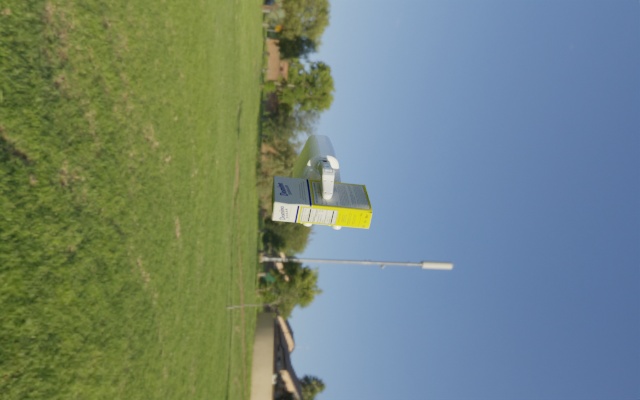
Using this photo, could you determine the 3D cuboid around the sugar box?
[{"bbox_3d":[0.000,0.003,0.867,0.176,0.048,0.093,4,33,-8],"label":"sugar box"}]
